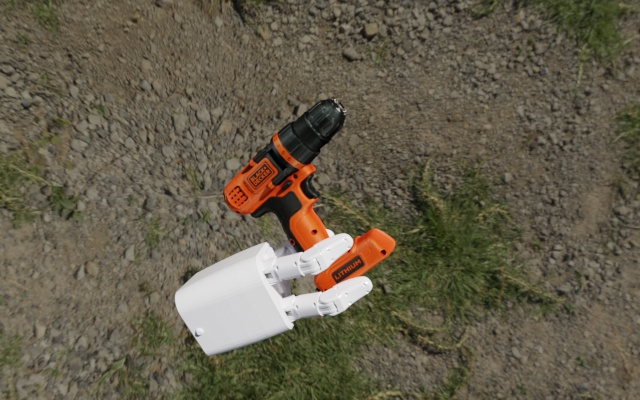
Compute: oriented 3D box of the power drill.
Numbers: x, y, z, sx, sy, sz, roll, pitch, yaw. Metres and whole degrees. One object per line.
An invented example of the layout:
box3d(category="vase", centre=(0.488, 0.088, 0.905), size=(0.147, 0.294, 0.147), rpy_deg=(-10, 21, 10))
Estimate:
box3d(category="power drill", centre=(0.000, 0.002, 0.555), size=(0.184, 0.187, 0.057), rpy_deg=(-39, -1, 24))
